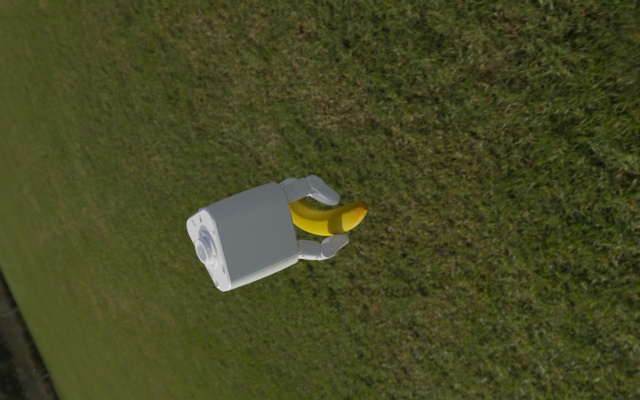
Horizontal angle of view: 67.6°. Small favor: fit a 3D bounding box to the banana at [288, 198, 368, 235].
[{"bbox_3d":[-0.001,0.020,0.724,0.037,0.070,0.197,-15,20,-35],"label":"banana"}]
